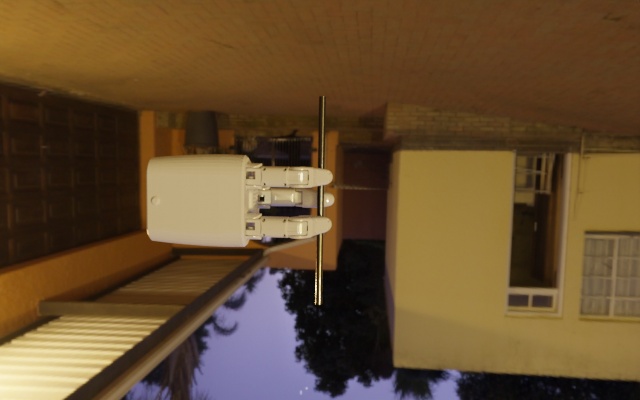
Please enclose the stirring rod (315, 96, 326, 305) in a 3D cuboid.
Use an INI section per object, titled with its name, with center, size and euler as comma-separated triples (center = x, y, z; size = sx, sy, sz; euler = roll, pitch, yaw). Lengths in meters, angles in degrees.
[stirring rod]
center = 0.000, 0.002, 0.553
size = 0.011, 0.239, 0.011
euler = 1, 5, 0
